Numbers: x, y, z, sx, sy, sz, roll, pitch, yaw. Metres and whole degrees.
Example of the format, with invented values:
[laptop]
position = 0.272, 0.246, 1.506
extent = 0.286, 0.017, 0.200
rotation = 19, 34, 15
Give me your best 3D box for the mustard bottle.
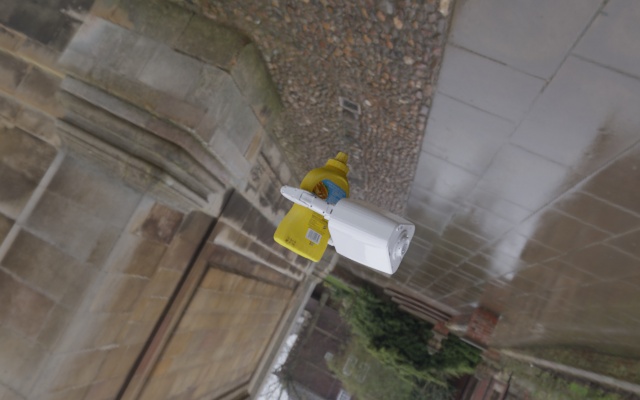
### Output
[mustard bottle]
position = 0.000, 0.003, 0.826
extent = 0.096, 0.191, 0.058
rotation = 34, -11, -38
